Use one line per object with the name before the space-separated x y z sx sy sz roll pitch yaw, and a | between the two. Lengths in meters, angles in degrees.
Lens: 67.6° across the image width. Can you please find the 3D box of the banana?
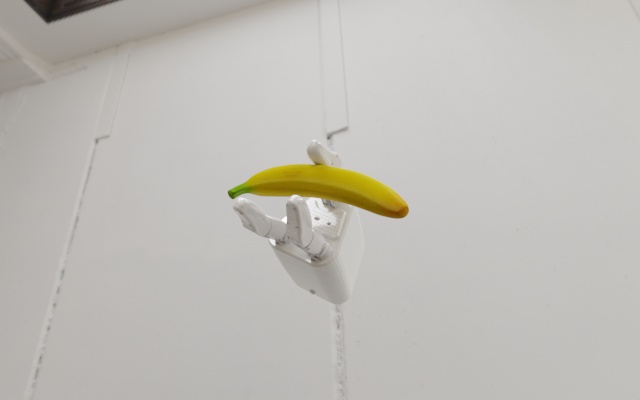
banana | 0.002 -0.011 0.524 0.198 0.037 0.069 4 43 18
